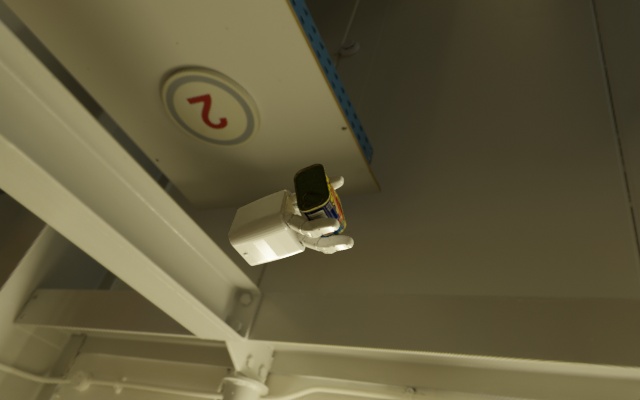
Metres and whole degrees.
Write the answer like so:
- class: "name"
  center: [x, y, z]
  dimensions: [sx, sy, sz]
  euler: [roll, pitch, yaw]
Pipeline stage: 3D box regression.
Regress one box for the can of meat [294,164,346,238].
- class: "can of meat"
  center: [0.000, 0.003, 0.815]
  dimensions: [0.057, 0.102, 0.084]
  euler: [-22, -47, 10]
